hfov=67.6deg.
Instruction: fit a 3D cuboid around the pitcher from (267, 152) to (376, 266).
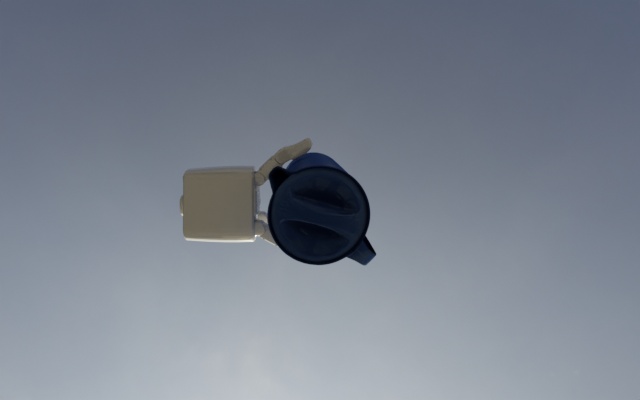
[{"bbox_3d":[0.000,0.002,0.725,0.145,0.149,0.242,-3,13,-2],"label":"pitcher"}]
